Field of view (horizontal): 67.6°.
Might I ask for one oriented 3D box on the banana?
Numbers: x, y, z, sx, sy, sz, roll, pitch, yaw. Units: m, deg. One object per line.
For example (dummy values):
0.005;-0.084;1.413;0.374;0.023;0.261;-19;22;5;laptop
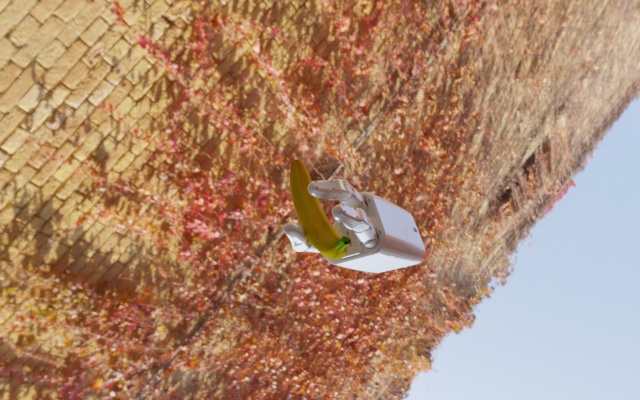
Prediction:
-0.004;0.019;0.659;0.037;0.070;0.197;2;34;-29;banana
